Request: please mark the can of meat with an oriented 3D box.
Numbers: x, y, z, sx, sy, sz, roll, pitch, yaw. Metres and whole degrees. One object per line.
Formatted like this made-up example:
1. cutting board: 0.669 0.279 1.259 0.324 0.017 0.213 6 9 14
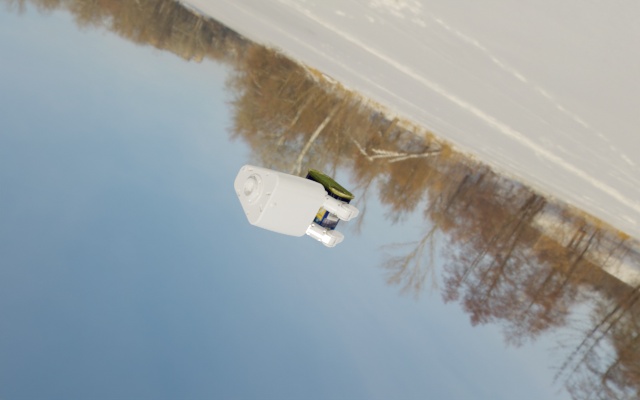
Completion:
1. can of meat: 0.000 0.003 0.866 0.057 0.084 0.102 15 18 -48
